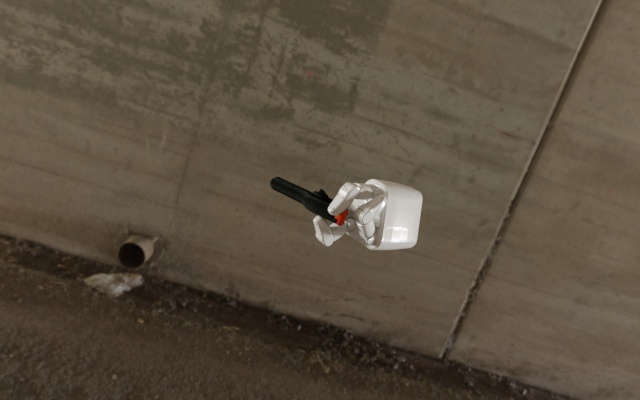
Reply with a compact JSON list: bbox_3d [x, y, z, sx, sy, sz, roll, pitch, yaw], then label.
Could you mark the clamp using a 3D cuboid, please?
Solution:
[{"bbox_3d":[0.000,0.002,0.840,0.120,0.039,0.171,5,20,-42],"label":"clamp"}]
